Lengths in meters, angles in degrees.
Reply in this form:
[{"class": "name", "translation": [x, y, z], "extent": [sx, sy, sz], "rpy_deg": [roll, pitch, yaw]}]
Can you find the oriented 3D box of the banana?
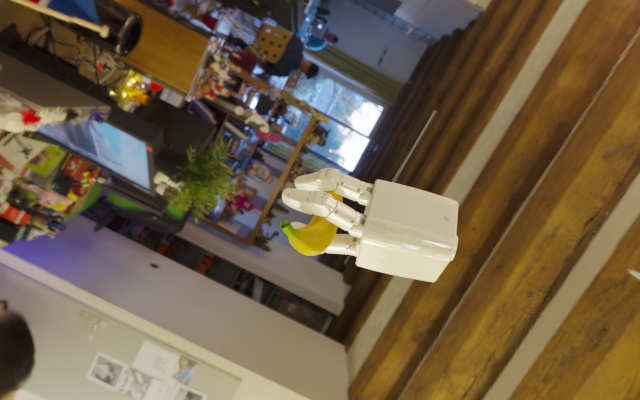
[{"class": "banana", "translation": [0.002, 0.021, 0.623], "extent": [0.037, 0.070, 0.197], "rpy_deg": [-1, 21, 17]}]
